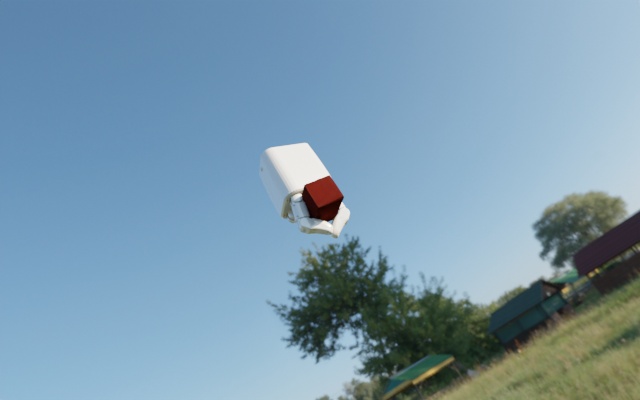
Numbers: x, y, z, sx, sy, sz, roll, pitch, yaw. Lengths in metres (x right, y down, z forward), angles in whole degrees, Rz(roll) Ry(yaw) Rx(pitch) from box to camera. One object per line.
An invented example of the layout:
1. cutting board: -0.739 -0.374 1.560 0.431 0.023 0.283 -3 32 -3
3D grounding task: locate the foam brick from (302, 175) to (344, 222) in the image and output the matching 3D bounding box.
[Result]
1. foam brick: 0.000 0.003 0.833 0.053 0.051 0.078 -21 -24 -22
